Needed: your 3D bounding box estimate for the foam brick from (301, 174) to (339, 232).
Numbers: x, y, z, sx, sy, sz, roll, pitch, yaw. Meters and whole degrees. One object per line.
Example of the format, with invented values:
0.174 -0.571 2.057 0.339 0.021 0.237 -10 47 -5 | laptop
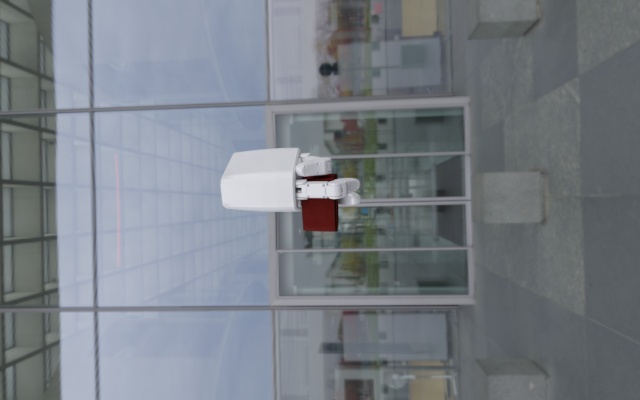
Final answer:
0.000 0.003 0.712 0.051 0.078 0.053 -1 14 5 | foam brick
